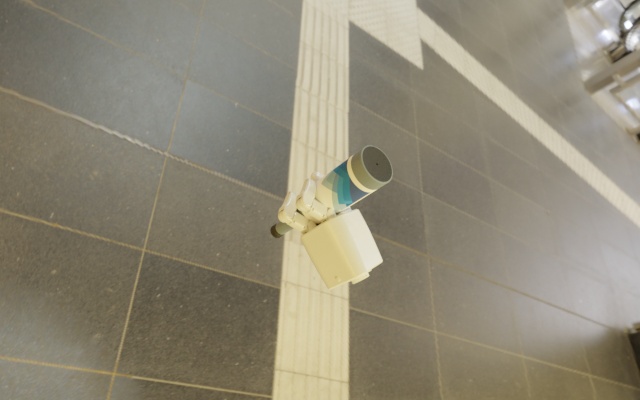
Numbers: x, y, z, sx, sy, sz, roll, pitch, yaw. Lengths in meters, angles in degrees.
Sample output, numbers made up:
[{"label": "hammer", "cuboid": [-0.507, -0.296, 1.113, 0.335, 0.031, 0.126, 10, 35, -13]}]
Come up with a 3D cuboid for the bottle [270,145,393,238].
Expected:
[{"label": "bottle", "cuboid": [0.000, 0.003, 0.839, 0.069, 0.069, 0.296, 0, -24, -41]}]
